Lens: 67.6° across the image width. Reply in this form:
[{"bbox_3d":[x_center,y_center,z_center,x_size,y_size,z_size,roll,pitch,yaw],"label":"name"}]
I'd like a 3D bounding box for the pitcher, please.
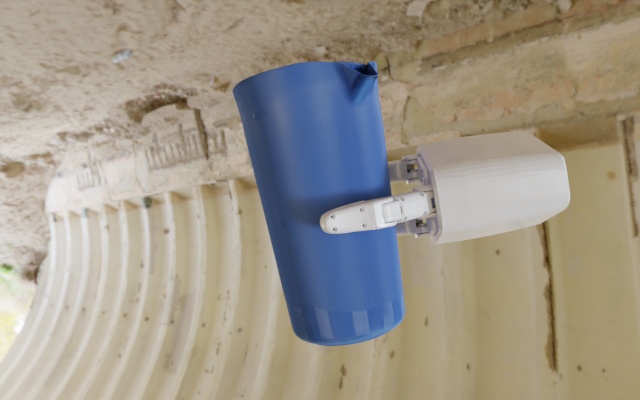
[{"bbox_3d":[0.000,0.001,0.452,0.145,0.243,0.149,-10,3,5],"label":"pitcher"}]
